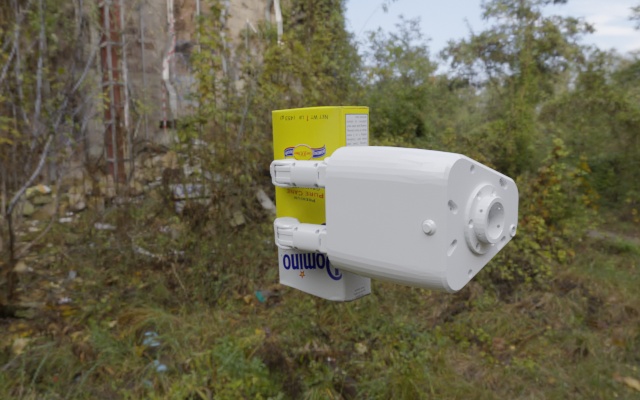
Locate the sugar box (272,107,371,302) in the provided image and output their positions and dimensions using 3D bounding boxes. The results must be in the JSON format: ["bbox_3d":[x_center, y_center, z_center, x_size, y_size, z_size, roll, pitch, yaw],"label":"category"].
[{"bbox_3d":[0.000,0.001,0.456,0.093,0.176,0.048,6,10,44],"label":"sugar box"}]
